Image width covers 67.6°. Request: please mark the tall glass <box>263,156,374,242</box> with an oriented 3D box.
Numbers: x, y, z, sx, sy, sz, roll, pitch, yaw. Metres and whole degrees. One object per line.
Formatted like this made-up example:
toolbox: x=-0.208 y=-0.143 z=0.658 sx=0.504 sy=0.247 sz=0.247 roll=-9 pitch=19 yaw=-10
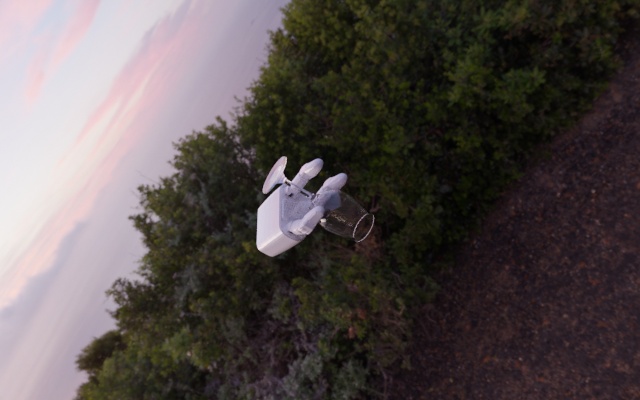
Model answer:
tall glass: x=0.000 y=0.002 z=0.862 sx=0.201 sy=0.079 sz=0.079 roll=30 pitch=-11 yaw=-20
